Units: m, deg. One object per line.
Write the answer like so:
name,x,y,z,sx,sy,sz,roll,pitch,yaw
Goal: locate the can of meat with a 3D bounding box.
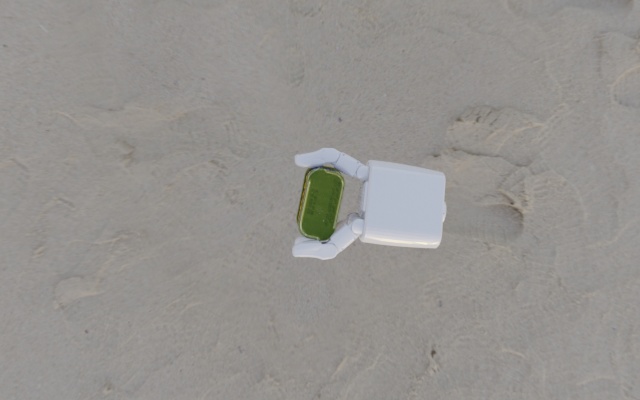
can of meat,0.000,0.002,0.672,0.057,0.102,0.084,11,5,-4
